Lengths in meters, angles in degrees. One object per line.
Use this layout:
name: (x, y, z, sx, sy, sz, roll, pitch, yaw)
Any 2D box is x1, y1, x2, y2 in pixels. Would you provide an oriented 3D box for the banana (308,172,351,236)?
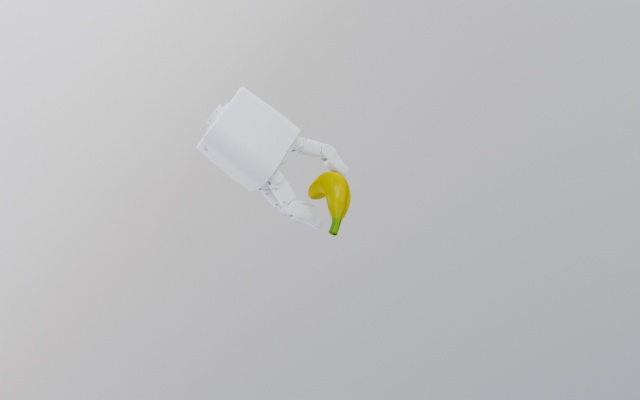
banana: (0.011, -0.012, 0.718, 0.037, 0.069, 0.197, 33, 8, -15)
